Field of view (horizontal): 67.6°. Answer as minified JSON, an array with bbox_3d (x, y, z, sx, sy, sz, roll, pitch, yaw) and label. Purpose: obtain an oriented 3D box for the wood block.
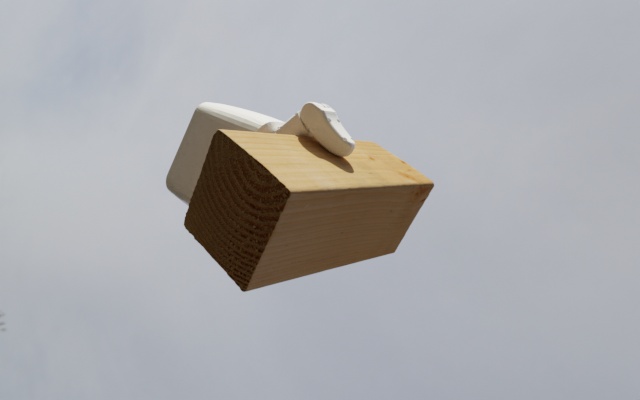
[{"bbox_3d":[0.000,0.001,0.424,0.090,0.091,0.206,40,27,31],"label":"wood block"}]
